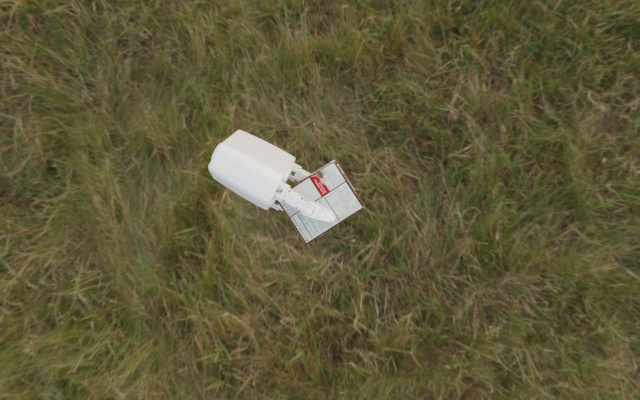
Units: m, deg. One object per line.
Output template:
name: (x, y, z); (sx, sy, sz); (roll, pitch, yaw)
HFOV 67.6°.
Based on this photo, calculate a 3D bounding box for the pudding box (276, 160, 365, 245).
pudding box: (0.000, 0.002, 0.755); (0.113, 0.090, 0.039); (-32, 4, 6)
